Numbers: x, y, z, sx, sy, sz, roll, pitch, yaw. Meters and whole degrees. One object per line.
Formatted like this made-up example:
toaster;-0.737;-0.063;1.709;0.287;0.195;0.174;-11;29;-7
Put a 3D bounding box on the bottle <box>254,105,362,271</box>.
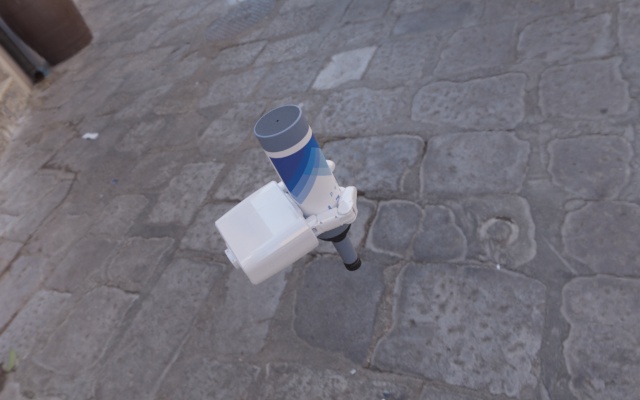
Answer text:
bottle;0.000;0.002;0.688;0.069;0.069;0.296;0;-44;31
